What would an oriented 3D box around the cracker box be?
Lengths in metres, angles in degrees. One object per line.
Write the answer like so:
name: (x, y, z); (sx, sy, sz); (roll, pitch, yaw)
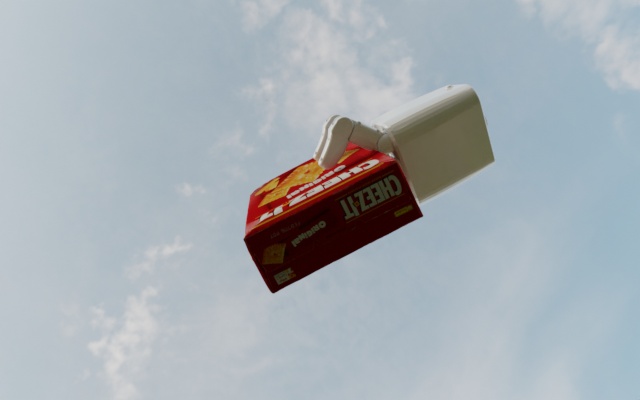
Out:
cracker box: (0.000, 0.002, 0.545); (0.164, 0.072, 0.213); (-28, 13, 0)
